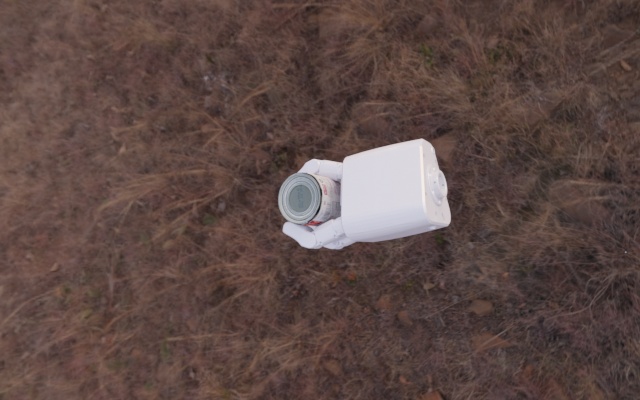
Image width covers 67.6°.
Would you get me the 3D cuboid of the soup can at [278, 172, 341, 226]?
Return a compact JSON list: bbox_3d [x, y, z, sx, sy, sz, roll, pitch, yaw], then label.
[{"bbox_3d":[0.000,0.002,0.637,0.068,0.068,0.102,0,-5,33],"label":"soup can"}]
